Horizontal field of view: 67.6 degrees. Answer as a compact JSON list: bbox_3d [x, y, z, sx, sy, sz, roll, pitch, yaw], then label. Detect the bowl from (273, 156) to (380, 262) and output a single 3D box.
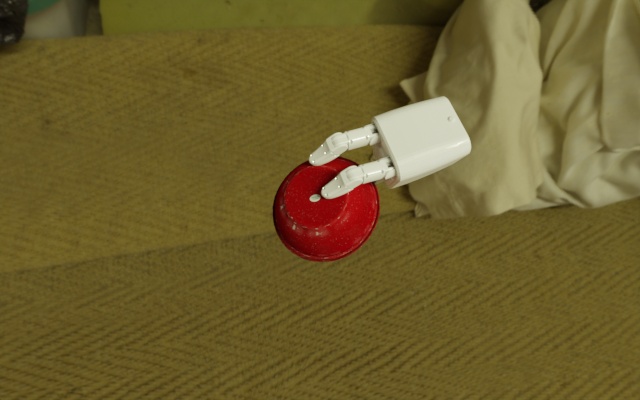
[{"bbox_3d":[-0.001,0.003,0.672,0.162,0.162,0.055,0,-17,15],"label":"bowl"}]
